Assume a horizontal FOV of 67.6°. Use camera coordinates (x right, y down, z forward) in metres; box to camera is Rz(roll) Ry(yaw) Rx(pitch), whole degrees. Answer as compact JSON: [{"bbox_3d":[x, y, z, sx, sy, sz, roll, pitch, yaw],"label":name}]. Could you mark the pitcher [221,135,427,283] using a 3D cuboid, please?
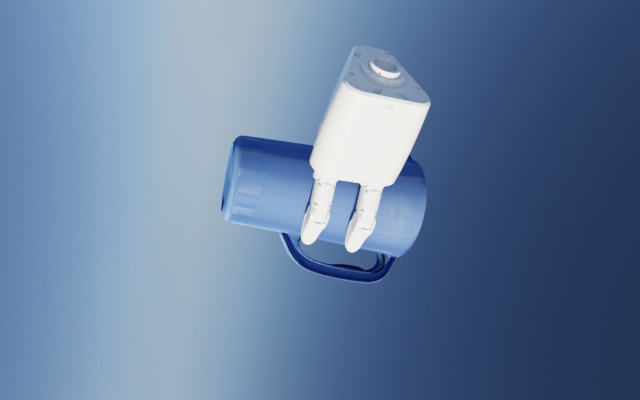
[{"bbox_3d":[0.000,0.002,0.611,0.243,0.145,0.149,9,42,-14],"label":"pitcher"}]
